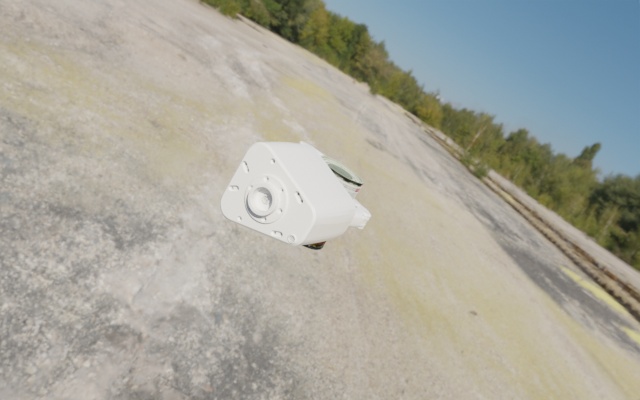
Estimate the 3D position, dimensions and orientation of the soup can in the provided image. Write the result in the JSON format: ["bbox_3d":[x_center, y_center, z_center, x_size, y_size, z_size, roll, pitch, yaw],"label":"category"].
[{"bbox_3d":[0.001,0.002,0.606,0.068,0.102,0.068,29,16,-9],"label":"soup can"}]
